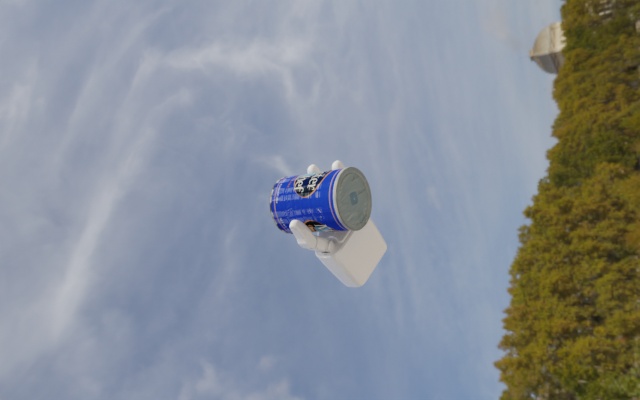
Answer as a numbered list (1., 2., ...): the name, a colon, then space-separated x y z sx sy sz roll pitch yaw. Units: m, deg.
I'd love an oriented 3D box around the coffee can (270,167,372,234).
1. coffee can: 0.000 0.003 0.802 0.140 0.103 0.103 -6 -4 37
